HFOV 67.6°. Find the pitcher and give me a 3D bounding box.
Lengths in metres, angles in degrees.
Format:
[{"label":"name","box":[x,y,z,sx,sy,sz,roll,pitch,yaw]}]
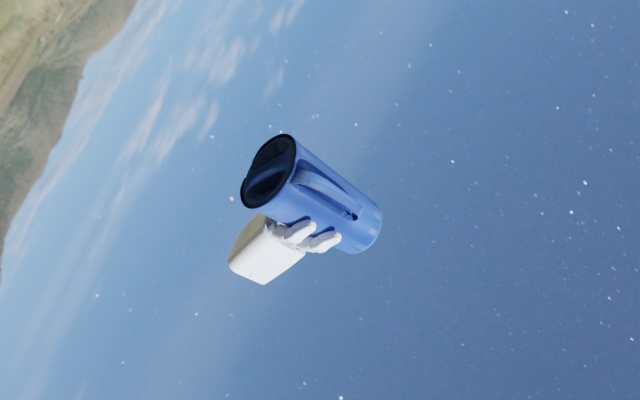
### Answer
[{"label":"pitcher","box":[0.000,0.003,0.808,0.145,0.149,0.243,-40,-50,24]}]
